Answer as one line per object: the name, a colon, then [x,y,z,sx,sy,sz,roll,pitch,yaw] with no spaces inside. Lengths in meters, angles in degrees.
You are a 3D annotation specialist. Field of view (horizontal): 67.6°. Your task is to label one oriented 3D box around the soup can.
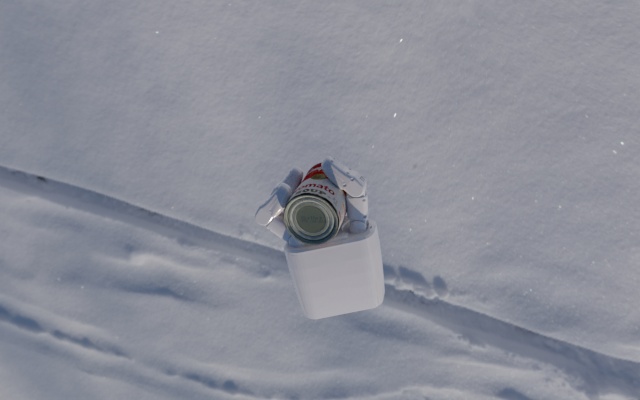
soup can: [0.000,0.002,0.582,0.068,0.068,0.102,0,25,15]
